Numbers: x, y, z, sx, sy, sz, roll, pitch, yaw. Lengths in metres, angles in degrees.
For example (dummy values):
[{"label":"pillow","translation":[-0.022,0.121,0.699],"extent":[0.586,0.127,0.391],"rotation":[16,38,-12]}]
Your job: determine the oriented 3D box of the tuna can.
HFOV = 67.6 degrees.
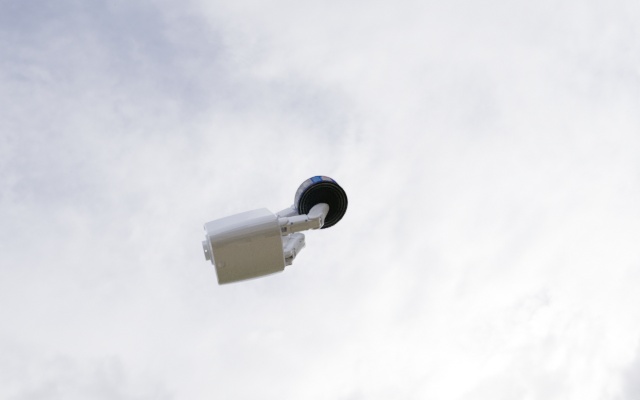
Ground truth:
[{"label":"tuna can","translation":[0.000,0.002,0.787],"extent":[0.086,0.086,0.033],"rotation":[0,22,-17]}]
